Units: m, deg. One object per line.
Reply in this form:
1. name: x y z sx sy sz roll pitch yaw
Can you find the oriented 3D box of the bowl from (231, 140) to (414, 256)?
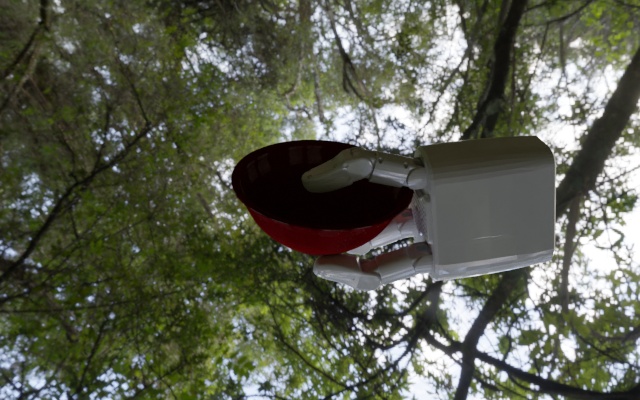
1. bowl: -0.001 0.002 0.439 0.162 0.055 0.162 4 31 -2
